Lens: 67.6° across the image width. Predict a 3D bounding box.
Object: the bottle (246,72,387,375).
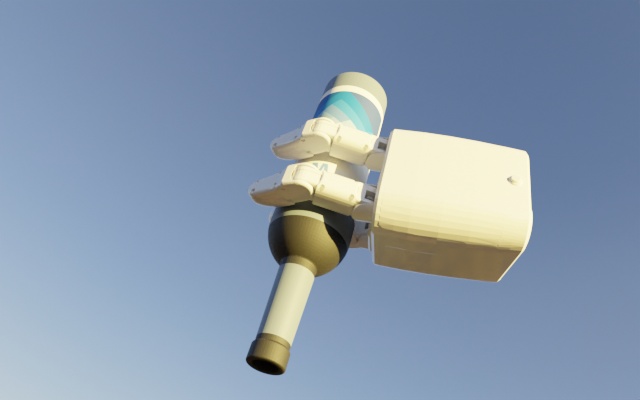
[{"bbox_3d":[0.000,0.001,0.405,0.069,0.295,0.069,11,-40,9],"label":"bottle"}]
